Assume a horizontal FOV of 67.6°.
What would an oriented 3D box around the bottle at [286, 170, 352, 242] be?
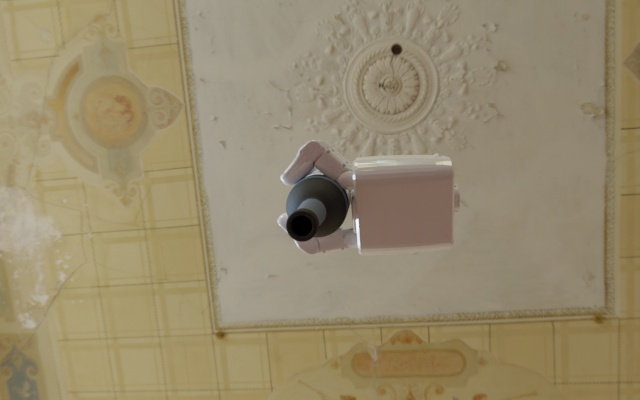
[{"bbox_3d":[0.000,0.002,0.549,0.069,0.069,0.295,0,8,6],"label":"bottle"}]
